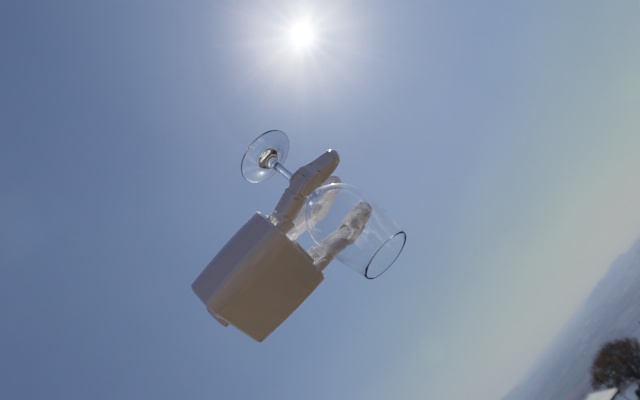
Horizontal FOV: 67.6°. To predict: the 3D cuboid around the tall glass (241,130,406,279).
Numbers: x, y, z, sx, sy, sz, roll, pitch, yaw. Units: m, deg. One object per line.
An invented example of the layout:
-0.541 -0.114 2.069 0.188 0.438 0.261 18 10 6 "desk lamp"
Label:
0.000 0.001 0.535 0.201 0.079 0.079 39 21 29 "tall glass"
